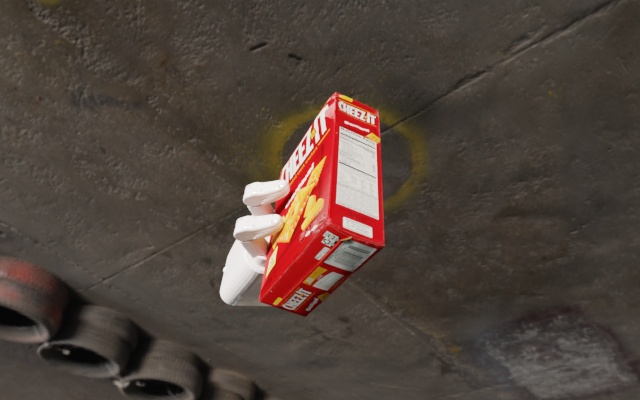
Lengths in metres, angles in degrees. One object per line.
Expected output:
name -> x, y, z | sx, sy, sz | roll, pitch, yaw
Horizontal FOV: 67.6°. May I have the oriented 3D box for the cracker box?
cracker box -> 0.000, 0.002, 0.563 | 0.072, 0.213, 0.164 | 22, -46, -19
